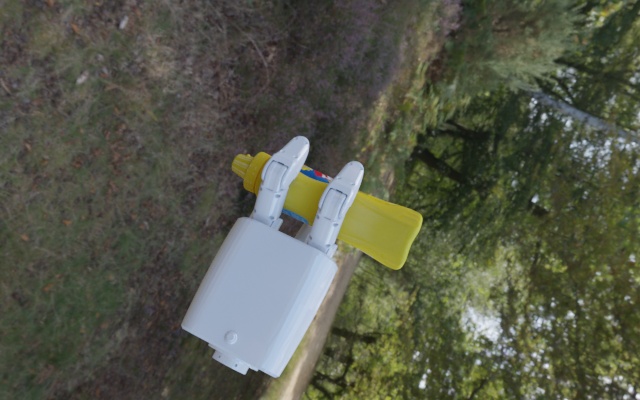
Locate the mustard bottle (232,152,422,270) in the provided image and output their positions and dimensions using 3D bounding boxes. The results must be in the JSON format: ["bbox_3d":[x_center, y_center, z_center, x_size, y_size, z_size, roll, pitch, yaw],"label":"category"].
[{"bbox_3d":[0.000,0.001,0.464,0.191,0.058,0.096,24,4,10],"label":"mustard bottle"}]
